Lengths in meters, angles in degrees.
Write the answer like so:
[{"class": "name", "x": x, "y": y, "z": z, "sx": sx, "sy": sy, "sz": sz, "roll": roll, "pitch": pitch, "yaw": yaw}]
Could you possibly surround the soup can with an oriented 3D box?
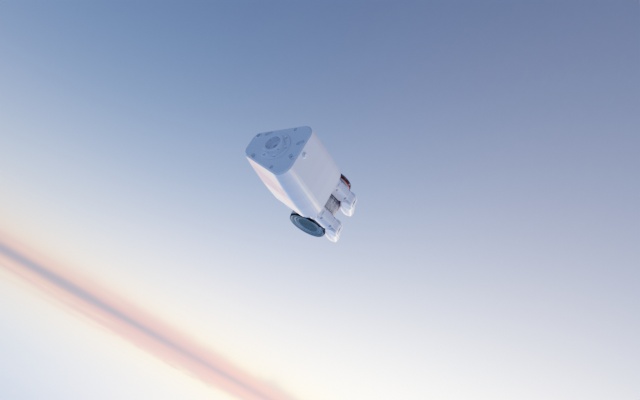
[{"class": "soup can", "x": 0.000, "y": 0.003, "z": 0.815, "sx": 0.068, "sy": 0.102, "sz": 0.068, "roll": 25, "pitch": -23, "yaw": 11}]
